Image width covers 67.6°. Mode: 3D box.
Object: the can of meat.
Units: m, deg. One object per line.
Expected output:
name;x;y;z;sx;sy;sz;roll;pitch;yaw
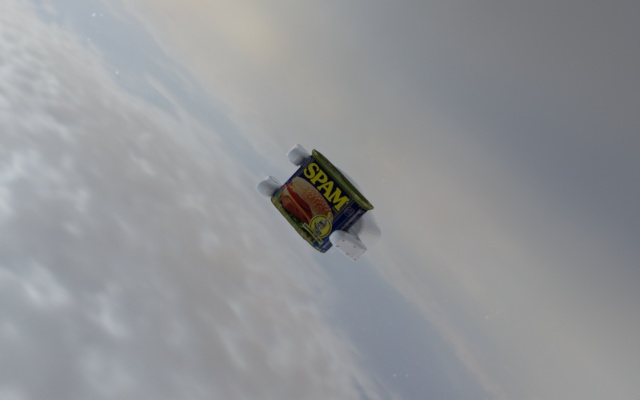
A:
can of meat;0.000;0.002;0.591;0.102;0.084;0.057;48;10;20
